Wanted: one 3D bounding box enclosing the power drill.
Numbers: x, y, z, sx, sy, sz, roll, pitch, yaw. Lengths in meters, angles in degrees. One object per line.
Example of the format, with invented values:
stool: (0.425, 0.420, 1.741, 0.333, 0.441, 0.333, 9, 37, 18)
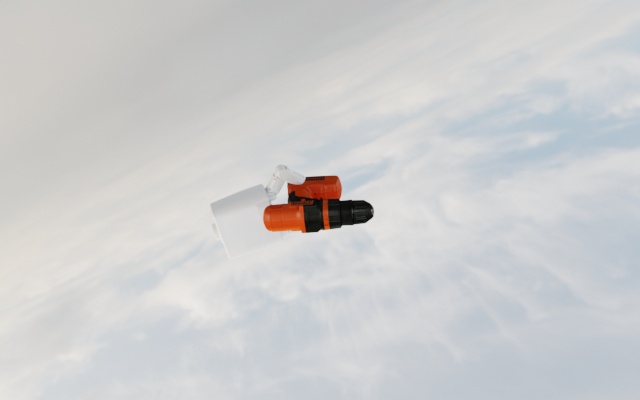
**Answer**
power drill: (0.000, 0.003, 0.856, 0.184, 0.057, 0.187, -3, 16, 4)
